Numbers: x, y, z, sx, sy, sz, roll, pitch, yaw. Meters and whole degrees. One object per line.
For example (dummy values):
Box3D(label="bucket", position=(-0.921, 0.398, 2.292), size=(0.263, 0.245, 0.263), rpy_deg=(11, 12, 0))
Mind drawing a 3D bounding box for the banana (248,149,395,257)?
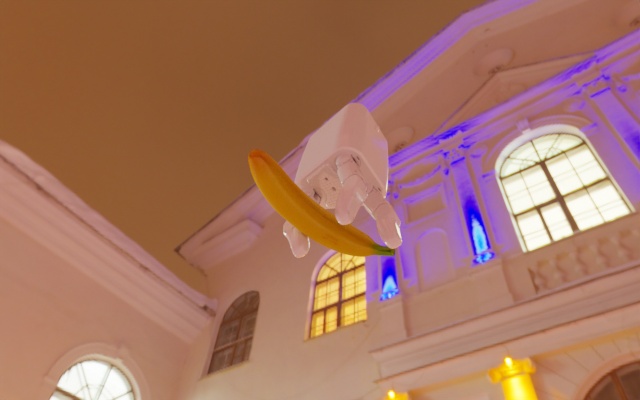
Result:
Box3D(label="banana", position=(-0.008, 0.012, 0.538), size=(0.198, 0.037, 0.070), rpy_deg=(34, -42, -18))
